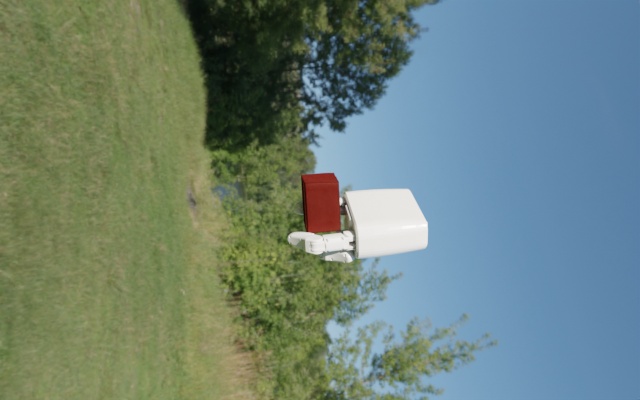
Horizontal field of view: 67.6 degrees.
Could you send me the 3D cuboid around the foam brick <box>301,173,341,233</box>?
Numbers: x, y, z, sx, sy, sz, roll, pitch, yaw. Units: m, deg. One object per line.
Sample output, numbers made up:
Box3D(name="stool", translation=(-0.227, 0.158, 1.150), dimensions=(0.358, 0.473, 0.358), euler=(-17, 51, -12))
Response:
Box3D(name="foam brick", translation=(0.000, 0.002, 0.704), dimensions=(0.051, 0.078, 0.053), euler=(-5, 19, -5))
